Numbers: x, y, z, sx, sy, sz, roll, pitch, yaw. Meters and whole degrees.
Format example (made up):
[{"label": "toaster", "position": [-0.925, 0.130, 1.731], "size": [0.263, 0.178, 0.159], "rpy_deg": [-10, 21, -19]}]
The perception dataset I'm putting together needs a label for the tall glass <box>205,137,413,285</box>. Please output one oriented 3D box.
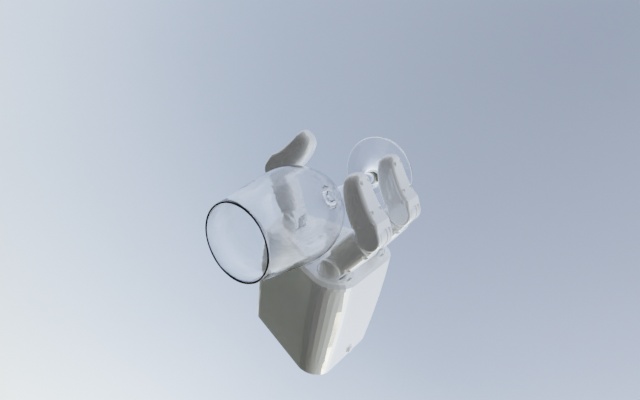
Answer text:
[{"label": "tall glass", "position": [0.000, 0.001, 0.403], "size": [0.079, 0.079, 0.201], "rpy_deg": [0, 16, 38]}]
